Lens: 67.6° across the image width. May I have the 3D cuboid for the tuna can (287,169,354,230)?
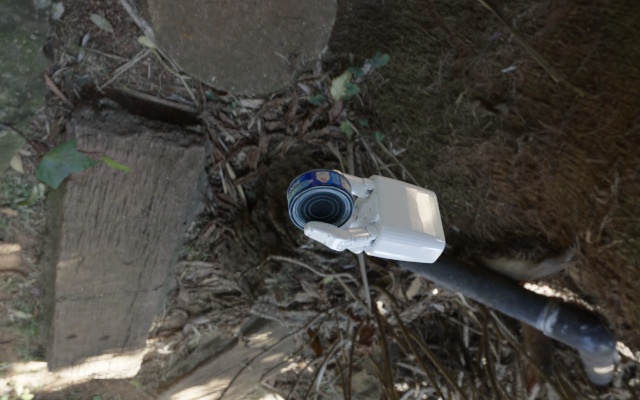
[{"bbox_3d":[0.000,0.002,0.617,0.086,0.086,0.033,0,42,-7],"label":"tuna can"}]
